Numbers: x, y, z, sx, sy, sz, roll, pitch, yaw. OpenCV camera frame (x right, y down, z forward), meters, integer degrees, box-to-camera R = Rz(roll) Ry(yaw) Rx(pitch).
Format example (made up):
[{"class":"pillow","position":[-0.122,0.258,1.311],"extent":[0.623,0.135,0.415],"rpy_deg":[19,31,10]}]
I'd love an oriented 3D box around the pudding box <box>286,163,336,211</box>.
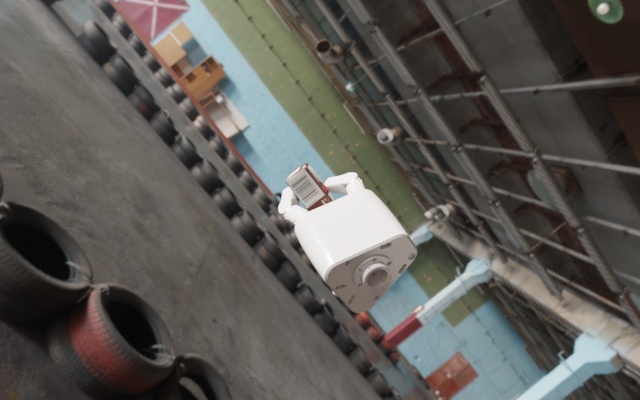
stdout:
[{"class":"pudding box","position":[0.000,0.002,0.676],"extent":[0.039,0.113,0.090],"rpy_deg":[-36,7,4]}]
